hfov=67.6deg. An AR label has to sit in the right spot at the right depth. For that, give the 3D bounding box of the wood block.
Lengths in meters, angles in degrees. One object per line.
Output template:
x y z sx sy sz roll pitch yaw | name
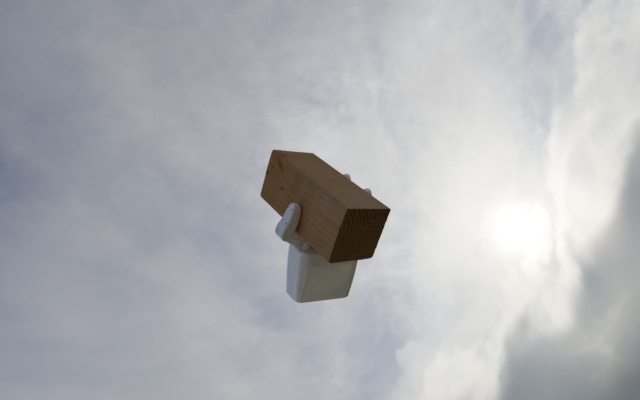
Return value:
0.000 0.003 0.755 0.091 0.090 0.206 -1 28 -39 | wood block
